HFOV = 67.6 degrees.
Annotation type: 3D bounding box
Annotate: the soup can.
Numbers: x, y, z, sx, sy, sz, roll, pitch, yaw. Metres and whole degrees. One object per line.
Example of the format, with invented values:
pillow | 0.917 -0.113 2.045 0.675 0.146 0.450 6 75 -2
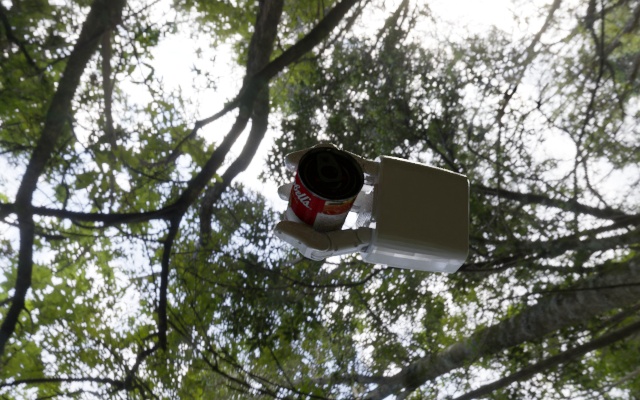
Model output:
soup can | 0.000 0.002 0.508 0.068 0.068 0.102 0 -35 -16
